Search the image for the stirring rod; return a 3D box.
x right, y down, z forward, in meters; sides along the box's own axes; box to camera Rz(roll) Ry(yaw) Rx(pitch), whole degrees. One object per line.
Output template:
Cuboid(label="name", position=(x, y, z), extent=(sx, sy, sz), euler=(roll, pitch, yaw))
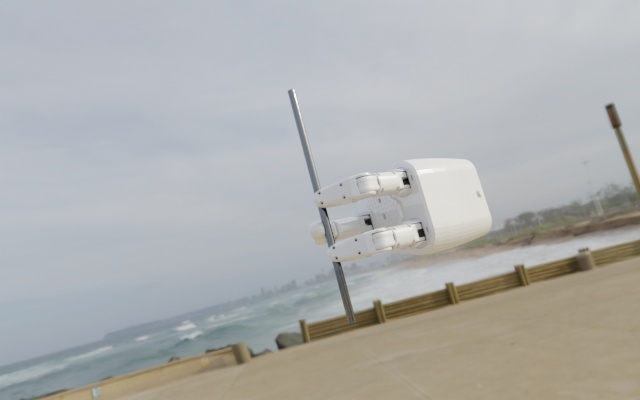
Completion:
Cuboid(label="stirring rod", position=(0.000, 0.002, 0.473), extent=(0.011, 0.239, 0.011), euler=(-14, -9, -2))
